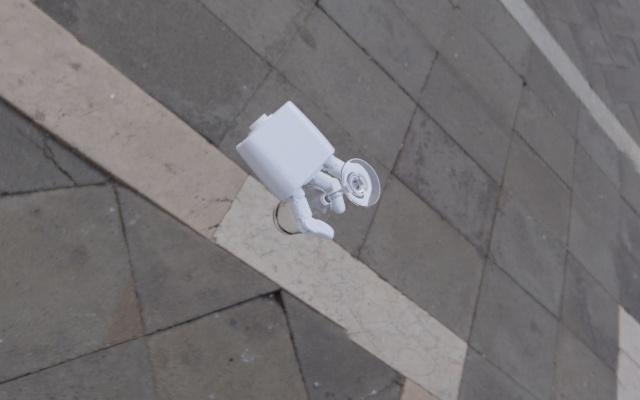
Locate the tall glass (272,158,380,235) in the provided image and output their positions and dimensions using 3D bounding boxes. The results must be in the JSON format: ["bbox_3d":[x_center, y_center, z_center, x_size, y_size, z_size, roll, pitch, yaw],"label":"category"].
[{"bbox_3d":[0.001,0.002,0.761,0.079,0.079,0.201,0,-17,-38],"label":"tall glass"}]
